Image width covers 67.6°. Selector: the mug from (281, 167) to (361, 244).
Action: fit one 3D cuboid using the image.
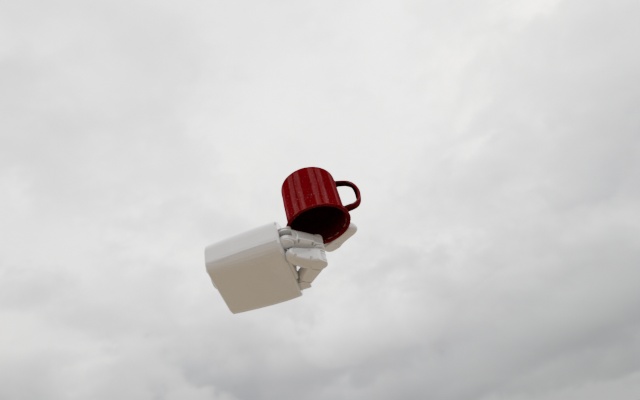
[{"bbox_3d":[0.001,0.002,0.684,0.117,0.081,0.093,-18,-40,2],"label":"mug"}]
